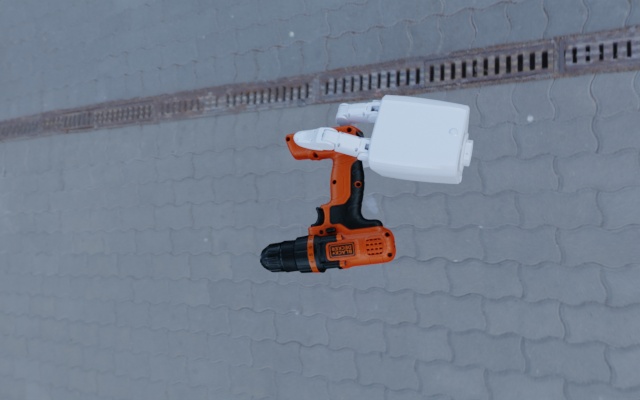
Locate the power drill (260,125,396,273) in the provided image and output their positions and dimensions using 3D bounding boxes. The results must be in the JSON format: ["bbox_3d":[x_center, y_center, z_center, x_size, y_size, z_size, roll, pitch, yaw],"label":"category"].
[{"bbox_3d":[0.000,0.002,0.641,0.184,0.187,0.057,-7,-4,11],"label":"power drill"}]
